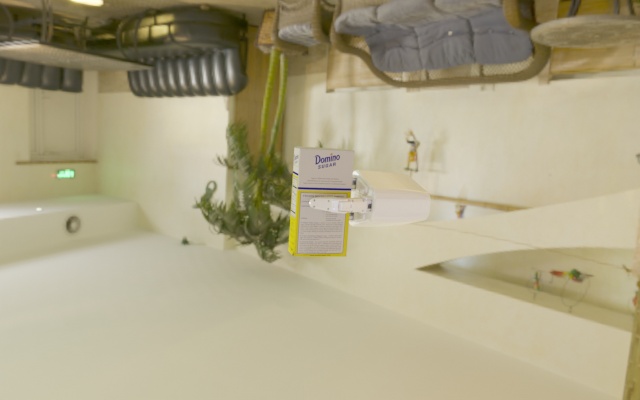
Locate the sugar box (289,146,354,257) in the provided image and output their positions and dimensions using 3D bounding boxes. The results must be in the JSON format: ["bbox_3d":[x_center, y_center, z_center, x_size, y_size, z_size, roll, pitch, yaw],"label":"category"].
[{"bbox_3d":[0.000,0.003,0.778,0.093,0.176,0.048,2,7,-18],"label":"sugar box"}]
